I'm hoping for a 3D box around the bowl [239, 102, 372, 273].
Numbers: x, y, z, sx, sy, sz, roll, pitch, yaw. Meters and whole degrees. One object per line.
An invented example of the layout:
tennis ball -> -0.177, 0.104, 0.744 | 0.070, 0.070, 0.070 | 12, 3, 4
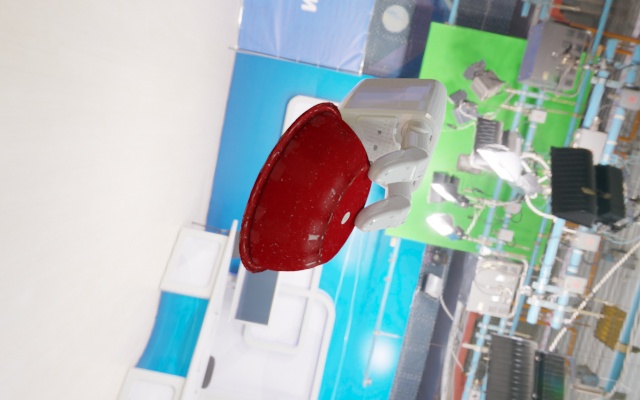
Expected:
bowl -> 0.000, 0.002, 0.408 | 0.055, 0.162, 0.162 | 27, 9, 18
